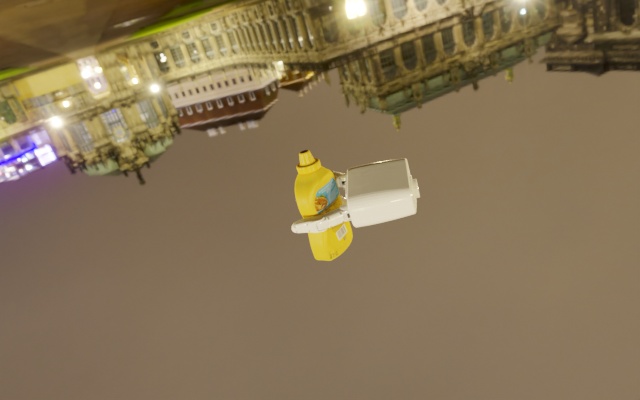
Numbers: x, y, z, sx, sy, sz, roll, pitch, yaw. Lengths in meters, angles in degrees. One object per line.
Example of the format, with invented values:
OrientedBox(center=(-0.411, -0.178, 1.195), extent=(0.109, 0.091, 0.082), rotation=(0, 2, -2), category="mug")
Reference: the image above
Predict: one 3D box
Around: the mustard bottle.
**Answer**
OrientedBox(center=(0.000, 0.003, 0.834), extent=(0.058, 0.192, 0.096), rotation=(0, 28, 36), category="mustard bottle")
